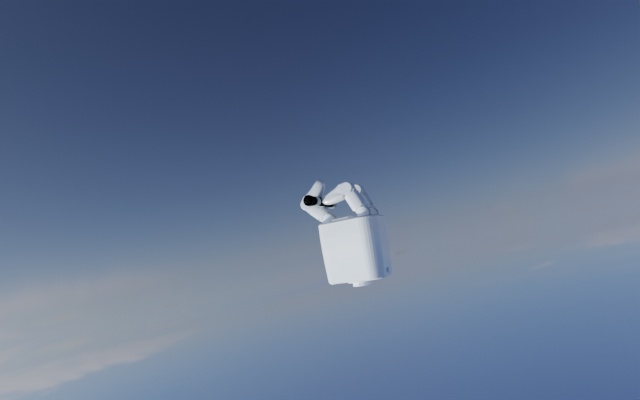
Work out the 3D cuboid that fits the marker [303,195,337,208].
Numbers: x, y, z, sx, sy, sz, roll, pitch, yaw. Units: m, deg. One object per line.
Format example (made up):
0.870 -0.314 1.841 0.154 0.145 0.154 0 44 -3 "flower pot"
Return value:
0.000 0.003 0.830 0.020 0.020 0.121 0 -3 21 "marker"
